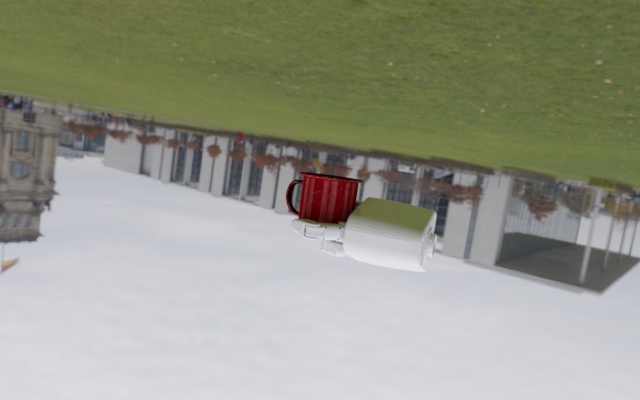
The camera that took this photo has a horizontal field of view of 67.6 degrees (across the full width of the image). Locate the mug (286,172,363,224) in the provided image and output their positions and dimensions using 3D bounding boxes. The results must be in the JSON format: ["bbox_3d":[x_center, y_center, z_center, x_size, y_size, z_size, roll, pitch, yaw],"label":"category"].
[{"bbox_3d":[-0.001,0.002,0.711,0.117,0.081,0.093,10,6,22],"label":"mug"}]
